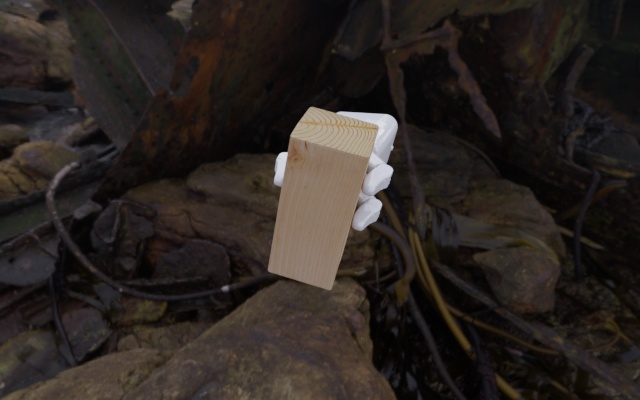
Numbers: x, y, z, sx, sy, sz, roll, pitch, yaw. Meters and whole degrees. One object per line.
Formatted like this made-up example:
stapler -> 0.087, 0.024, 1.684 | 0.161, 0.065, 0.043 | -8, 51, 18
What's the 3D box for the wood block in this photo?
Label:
wood block -> 0.000, 0.002, 0.605 | 0.091, 0.206, 0.090 | 16, 35, 5
